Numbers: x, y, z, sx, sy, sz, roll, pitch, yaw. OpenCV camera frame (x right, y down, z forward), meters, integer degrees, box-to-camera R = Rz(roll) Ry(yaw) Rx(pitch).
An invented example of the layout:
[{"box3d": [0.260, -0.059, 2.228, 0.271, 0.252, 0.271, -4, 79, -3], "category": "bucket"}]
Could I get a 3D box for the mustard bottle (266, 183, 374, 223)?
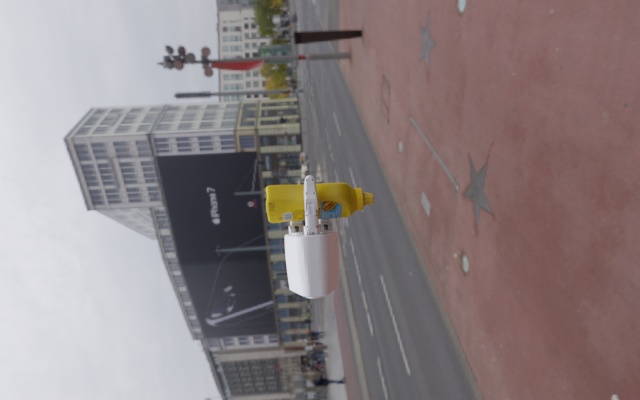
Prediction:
[{"box3d": [0.000, 0.002, 0.859, 0.191, 0.058, 0.096, -3, -26, -3], "category": "mustard bottle"}]
